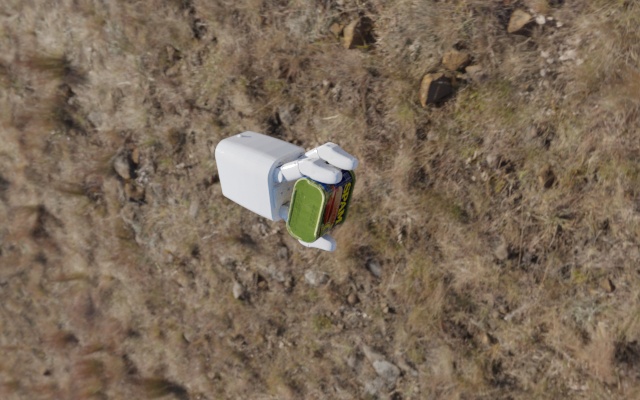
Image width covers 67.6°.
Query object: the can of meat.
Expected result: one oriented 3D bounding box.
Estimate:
[{"bbox_3d":[0.000,0.002,0.687,0.057,0.102,0.084,26,32,23],"label":"can of meat"}]
